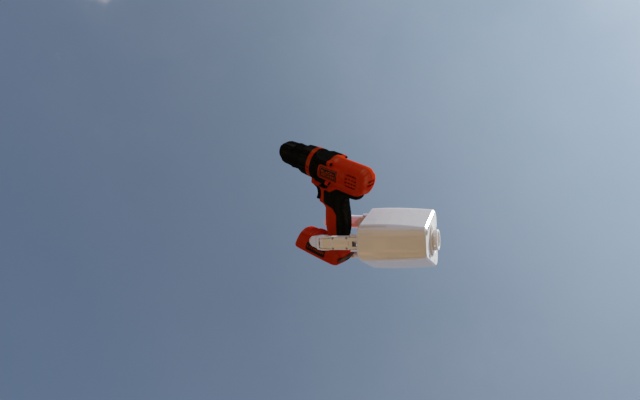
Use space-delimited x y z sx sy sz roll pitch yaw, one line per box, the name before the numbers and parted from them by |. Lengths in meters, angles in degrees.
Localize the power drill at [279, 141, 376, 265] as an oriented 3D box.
power drill | 0.000 0.003 0.806 0.184 0.188 0.057 24 35 33
